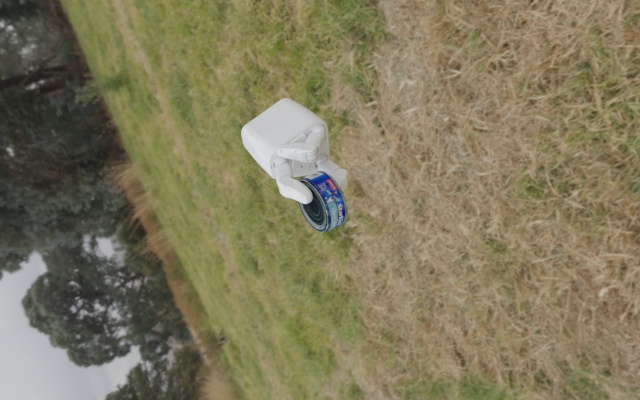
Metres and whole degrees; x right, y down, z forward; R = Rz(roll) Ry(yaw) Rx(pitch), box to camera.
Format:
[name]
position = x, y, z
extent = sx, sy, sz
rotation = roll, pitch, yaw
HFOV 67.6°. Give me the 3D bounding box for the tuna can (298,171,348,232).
[tuna can]
position = 0.000, 0.003, 0.692
extent = 0.033, 0.086, 0.086
rotation = -25, 11, -26
